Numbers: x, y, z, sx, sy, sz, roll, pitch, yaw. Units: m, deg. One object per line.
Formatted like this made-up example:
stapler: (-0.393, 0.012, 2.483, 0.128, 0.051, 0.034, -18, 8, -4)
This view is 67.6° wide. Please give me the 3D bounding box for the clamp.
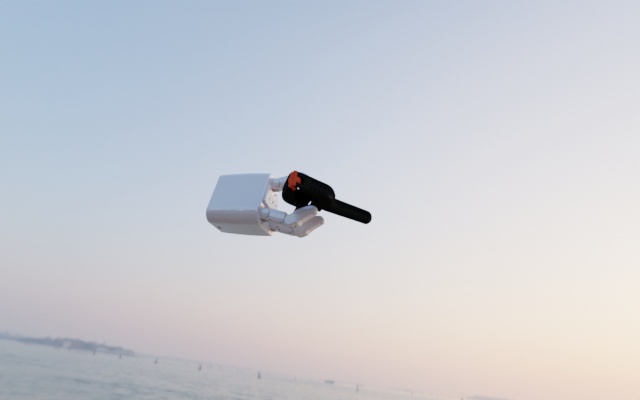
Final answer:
clamp: (0.000, 0.002, 0.854, 0.164, 0.036, 0.210, 0, -22, 14)
